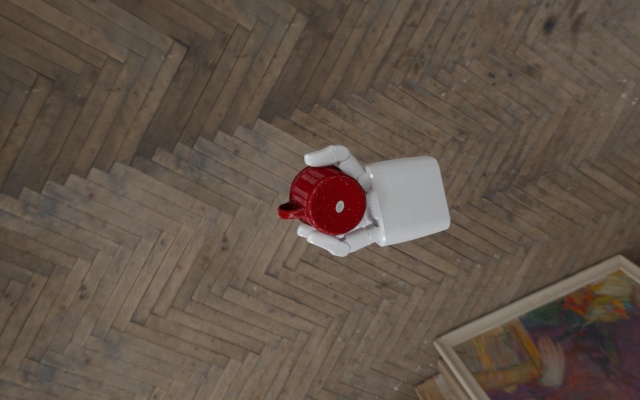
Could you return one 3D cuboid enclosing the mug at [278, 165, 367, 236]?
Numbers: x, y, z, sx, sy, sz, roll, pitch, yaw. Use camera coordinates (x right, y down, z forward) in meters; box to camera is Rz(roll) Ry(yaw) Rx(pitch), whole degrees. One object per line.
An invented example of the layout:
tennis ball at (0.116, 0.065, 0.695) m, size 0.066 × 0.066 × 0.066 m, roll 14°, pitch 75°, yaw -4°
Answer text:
mug at (-0.001, 0.002, 0.639) m, size 0.117 × 0.093 × 0.081 m, roll -13°, pitch 14°, yaw -14°
